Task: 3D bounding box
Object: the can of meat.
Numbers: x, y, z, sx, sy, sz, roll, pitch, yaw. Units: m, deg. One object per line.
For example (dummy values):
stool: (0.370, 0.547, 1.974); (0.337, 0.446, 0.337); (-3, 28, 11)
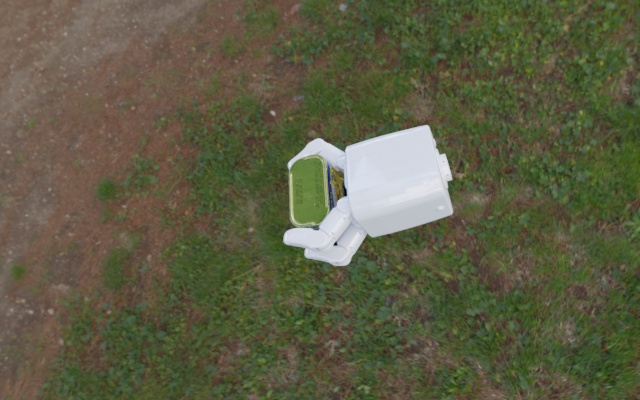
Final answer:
can of meat: (0.000, 0.002, 0.617); (0.057, 0.102, 0.084); (-13, -26, 18)
